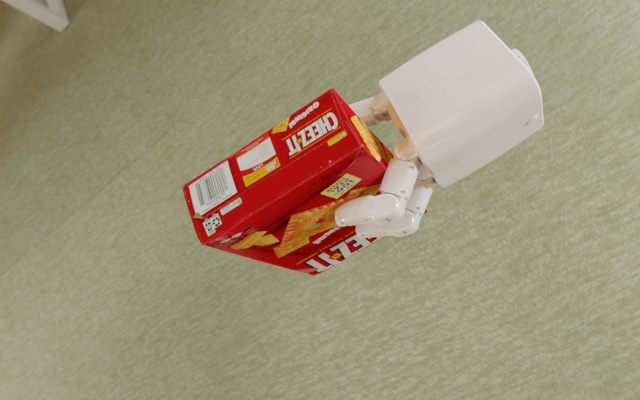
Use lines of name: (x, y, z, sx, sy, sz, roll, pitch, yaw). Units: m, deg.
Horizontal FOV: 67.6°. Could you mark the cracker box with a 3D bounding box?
cracker box: (0.000, 0.001, 0.478, 0.164, 0.072, 0.214, -31, -27, 16)
